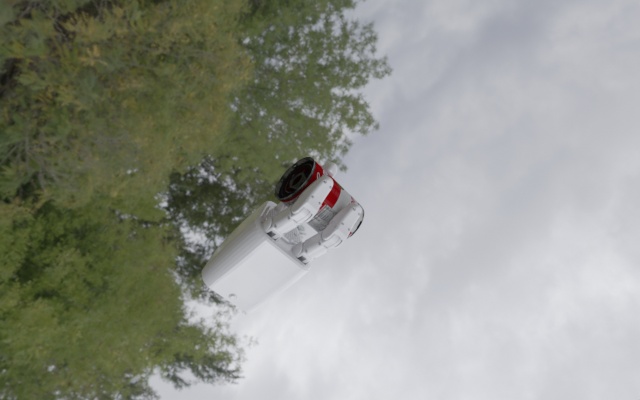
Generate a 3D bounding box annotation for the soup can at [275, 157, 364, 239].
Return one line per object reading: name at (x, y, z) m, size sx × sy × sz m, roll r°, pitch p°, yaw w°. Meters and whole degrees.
soup can at (0.001, 0.002, 0.617) m, size 0.102 × 0.068 × 0.068 m, roll 42°, pitch -23°, yaw -27°
